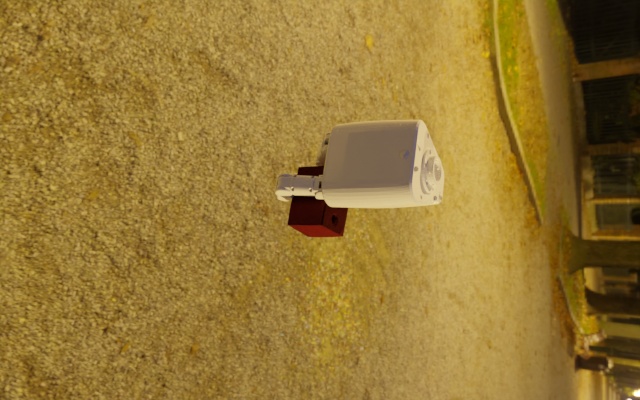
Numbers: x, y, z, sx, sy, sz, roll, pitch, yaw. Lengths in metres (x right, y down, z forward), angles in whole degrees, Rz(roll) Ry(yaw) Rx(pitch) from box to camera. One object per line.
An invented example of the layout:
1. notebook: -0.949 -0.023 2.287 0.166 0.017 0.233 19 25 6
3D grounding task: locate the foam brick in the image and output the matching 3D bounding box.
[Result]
1. foam brick: 0.000 0.002 0.586 0.051 0.078 0.053 0 -18 31
